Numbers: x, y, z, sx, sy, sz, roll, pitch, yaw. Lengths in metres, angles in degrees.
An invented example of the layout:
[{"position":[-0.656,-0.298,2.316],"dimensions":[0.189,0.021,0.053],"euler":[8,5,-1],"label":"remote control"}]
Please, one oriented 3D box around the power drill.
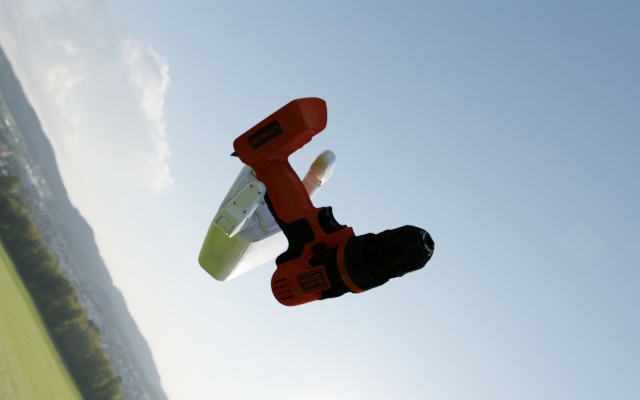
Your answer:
[{"position":[0.000,0.001,0.458],"dimensions":[0.184,0.187,0.057],"euler":[-24,-6,35],"label":"power drill"}]
